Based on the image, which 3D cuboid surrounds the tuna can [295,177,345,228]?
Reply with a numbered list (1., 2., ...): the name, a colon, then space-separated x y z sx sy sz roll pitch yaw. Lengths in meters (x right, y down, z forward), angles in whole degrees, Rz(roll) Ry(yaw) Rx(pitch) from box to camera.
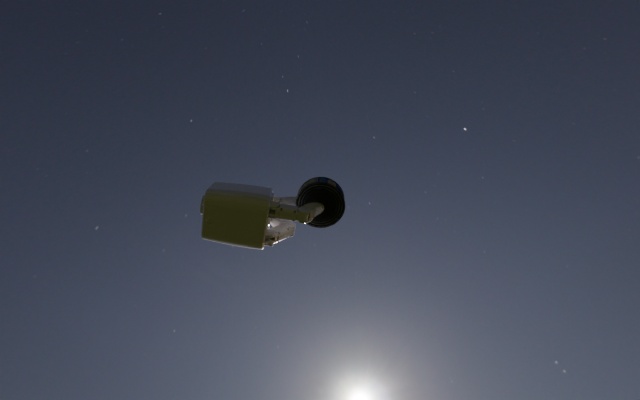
1. tuna can: 0.000 0.003 0.835 0.086 0.086 0.033 0 24 2
